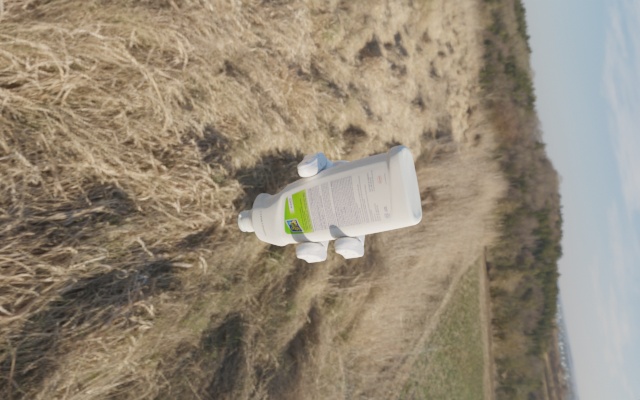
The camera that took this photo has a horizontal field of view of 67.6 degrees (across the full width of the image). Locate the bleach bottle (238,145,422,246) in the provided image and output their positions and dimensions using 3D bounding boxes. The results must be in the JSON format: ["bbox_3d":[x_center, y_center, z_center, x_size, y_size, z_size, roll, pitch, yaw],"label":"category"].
[{"bbox_3d":[0.000,0.002,0.633,0.251,0.102,0.068,-10,-2,25],"label":"bleach bottle"}]
